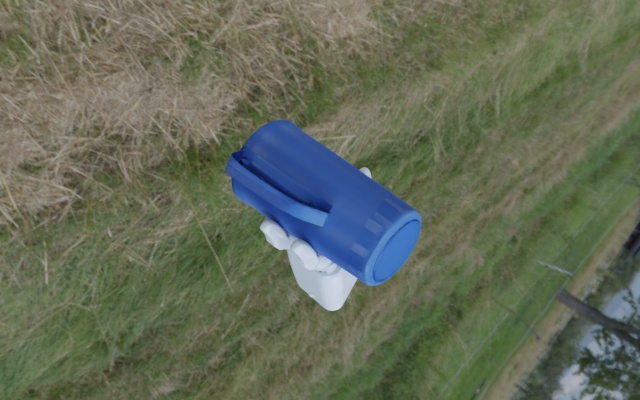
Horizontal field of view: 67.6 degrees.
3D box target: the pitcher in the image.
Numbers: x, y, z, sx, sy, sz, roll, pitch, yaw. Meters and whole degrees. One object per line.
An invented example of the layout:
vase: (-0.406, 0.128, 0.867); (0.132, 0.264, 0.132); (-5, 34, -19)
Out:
pitcher: (0.000, 0.002, 0.621); (0.242, 0.145, 0.149); (35, 61, 30)
